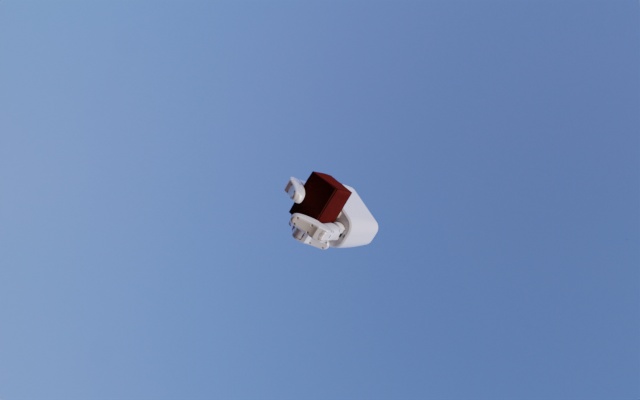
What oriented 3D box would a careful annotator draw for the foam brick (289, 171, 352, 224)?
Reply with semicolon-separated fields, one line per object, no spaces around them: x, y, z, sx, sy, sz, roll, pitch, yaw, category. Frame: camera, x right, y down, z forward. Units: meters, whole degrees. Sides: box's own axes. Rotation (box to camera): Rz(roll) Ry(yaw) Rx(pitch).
0.000;0.002;0.727;0.053;0.078;0.051;40;17;28;foam brick
